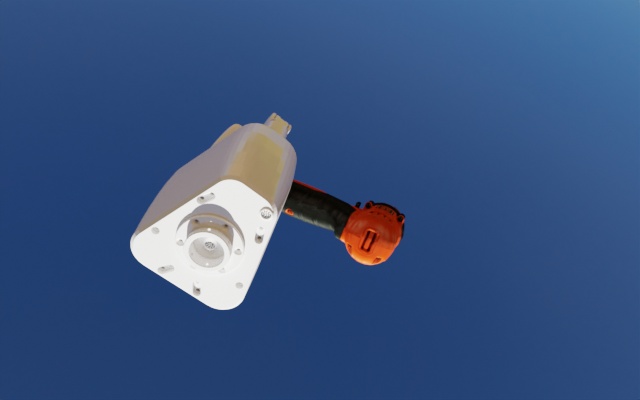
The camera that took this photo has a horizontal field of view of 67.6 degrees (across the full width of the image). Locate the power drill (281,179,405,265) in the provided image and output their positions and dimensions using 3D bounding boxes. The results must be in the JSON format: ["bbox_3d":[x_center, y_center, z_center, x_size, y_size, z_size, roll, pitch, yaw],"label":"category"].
[{"bbox_3d":[0.000,0.002,0.507,0.187,0.057,0.184,22,6,10],"label":"power drill"}]
